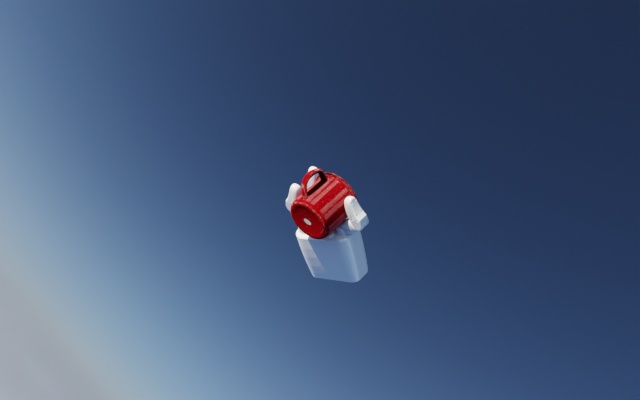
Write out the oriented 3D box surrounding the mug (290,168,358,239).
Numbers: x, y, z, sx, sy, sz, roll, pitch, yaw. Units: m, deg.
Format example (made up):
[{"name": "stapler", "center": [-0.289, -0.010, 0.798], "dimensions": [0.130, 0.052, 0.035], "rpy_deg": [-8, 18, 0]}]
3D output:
[{"name": "mug", "center": [0.000, 0.002, 0.805], "dimensions": [0.093, 0.117, 0.081], "rpy_deg": [13, 43, 41]}]
